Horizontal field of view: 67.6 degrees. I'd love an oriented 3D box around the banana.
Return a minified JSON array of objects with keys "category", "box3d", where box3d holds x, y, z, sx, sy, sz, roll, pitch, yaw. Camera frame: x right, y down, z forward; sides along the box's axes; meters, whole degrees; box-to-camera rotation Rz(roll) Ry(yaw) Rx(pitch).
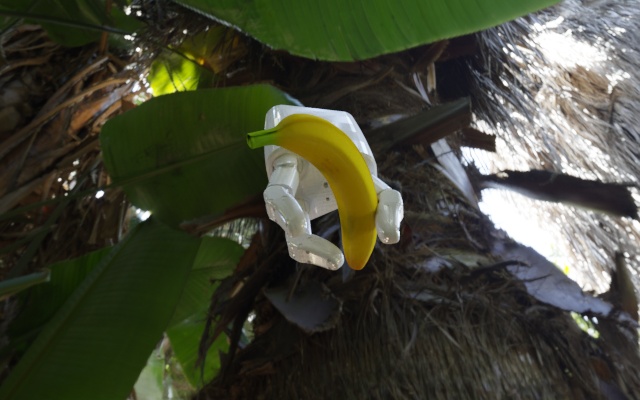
[{"category":"banana","box3d":[0.014,-0.011,0.420,0.069,0.198,0.037,-35,40,4]}]
